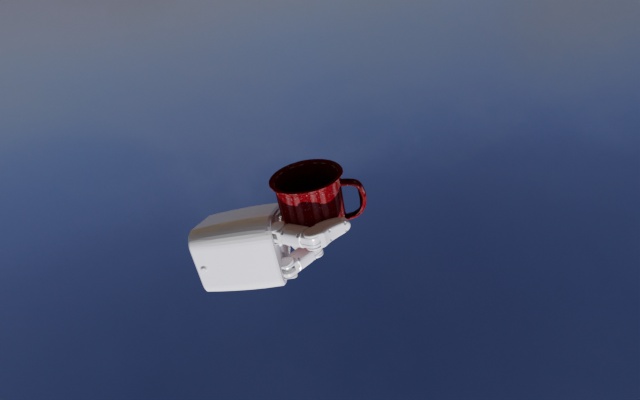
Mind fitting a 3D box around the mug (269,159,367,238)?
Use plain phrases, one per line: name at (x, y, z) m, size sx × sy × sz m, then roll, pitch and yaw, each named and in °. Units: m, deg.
mug at (0.002, 0.002, 0.606) m, size 0.117 × 0.081 × 0.093 m, roll -7°, pitch 29°, yaw 8°
